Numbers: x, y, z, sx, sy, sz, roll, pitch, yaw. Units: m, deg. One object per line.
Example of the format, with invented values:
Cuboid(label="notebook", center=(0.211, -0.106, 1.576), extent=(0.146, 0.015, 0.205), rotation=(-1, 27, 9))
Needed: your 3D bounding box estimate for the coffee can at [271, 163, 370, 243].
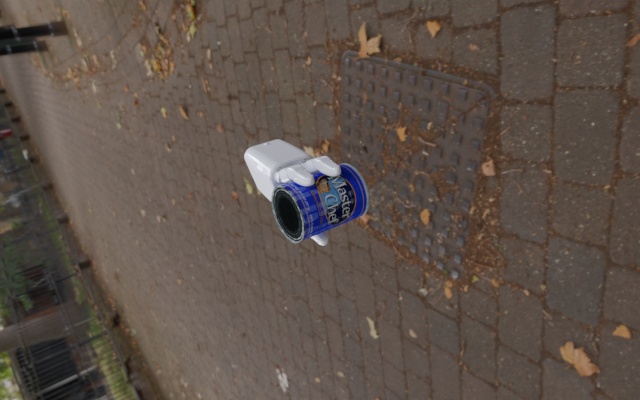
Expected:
Cuboid(label="coffee can", center=(0.000, 0.003, 0.836), extent=(0.140, 0.103, 0.103), rotation=(-21, 11, -30))
